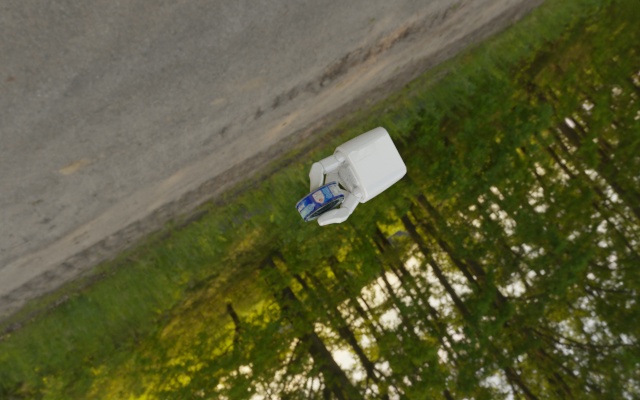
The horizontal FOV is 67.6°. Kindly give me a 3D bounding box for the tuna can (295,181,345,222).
[{"bbox_3d":[0.000,0.003,0.855,0.086,0.033,0.086,-30,-10,-6],"label":"tuna can"}]
